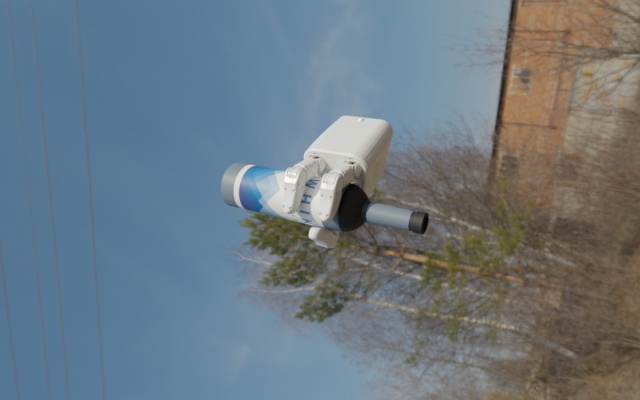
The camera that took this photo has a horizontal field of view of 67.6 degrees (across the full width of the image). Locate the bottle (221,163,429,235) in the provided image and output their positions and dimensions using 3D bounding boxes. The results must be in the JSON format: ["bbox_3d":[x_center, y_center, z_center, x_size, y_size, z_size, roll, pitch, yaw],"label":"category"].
[{"bbox_3d":[0.000,0.002,0.650,0.295,0.069,0.069,12,5,27],"label":"bottle"}]
